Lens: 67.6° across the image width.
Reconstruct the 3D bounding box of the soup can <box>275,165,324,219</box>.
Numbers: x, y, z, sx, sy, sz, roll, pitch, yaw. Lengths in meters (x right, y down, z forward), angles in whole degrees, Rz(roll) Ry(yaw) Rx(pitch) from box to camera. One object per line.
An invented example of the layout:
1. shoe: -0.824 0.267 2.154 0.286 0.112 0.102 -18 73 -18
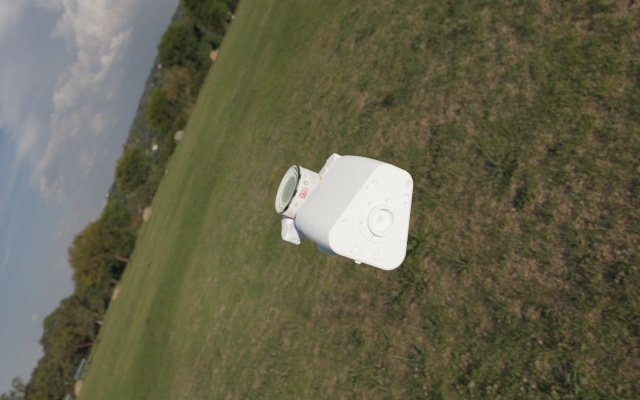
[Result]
1. soup can: 0.000 0.002 0.629 0.102 0.068 0.068 21 -8 -21
